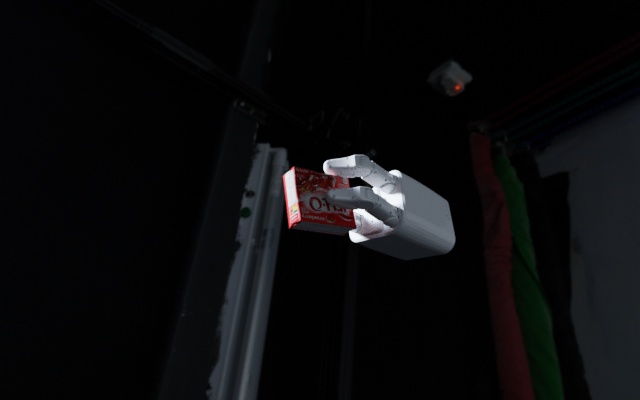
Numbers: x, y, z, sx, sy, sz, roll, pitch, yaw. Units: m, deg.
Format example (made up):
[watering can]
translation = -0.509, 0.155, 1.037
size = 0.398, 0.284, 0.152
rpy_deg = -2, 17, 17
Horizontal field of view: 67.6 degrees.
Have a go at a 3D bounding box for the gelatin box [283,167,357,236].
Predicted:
[gelatin box]
translation = 0.000, 0.002, 0.600
size = 0.089, 0.073, 0.030
rpy_deg = 10, -30, -35
